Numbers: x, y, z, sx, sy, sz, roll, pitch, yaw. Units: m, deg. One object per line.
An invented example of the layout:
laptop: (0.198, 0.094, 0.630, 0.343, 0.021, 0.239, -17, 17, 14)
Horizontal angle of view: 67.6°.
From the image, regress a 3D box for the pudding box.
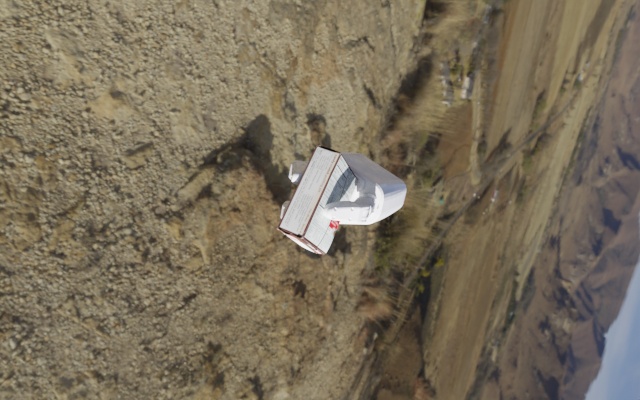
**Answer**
pudding box: (0.000, 0.002, 0.581, 0.039, 0.113, 0.090, 18, -12, 24)
